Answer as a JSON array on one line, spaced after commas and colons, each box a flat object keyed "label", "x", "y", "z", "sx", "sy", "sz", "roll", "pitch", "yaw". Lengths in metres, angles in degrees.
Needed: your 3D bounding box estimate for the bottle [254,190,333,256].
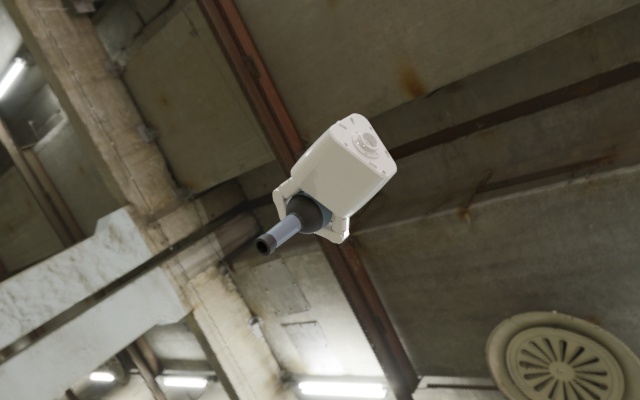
[{"label": "bottle", "x": 0.000, "y": 0.002, "z": 0.753, "sx": 0.069, "sy": 0.069, "sz": 0.295, "roll": 0, "pitch": 24, "yaw": 36}]
